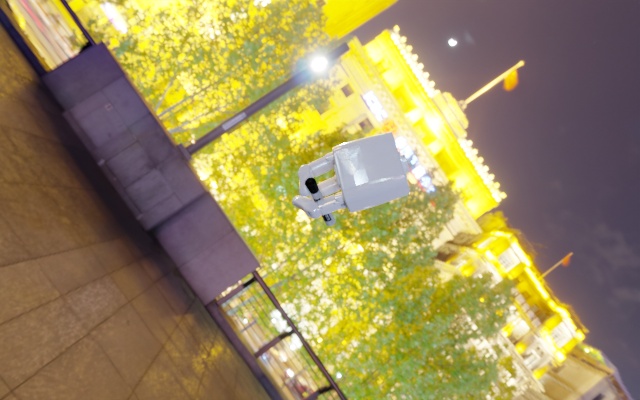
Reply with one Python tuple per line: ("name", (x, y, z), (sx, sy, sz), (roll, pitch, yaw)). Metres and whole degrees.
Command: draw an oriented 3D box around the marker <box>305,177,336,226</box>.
("marker", (0.000, 0.003, 0.812), (0.020, 0.020, 0.121), (0, -37, 22))
